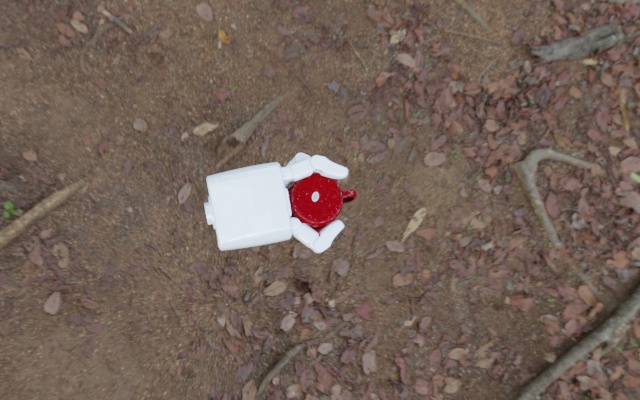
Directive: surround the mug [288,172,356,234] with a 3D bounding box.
[{"bbox_3d":[0.002,0.002,0.745,0.117,0.093,0.081,-9,-10,-12],"label":"mug"}]
